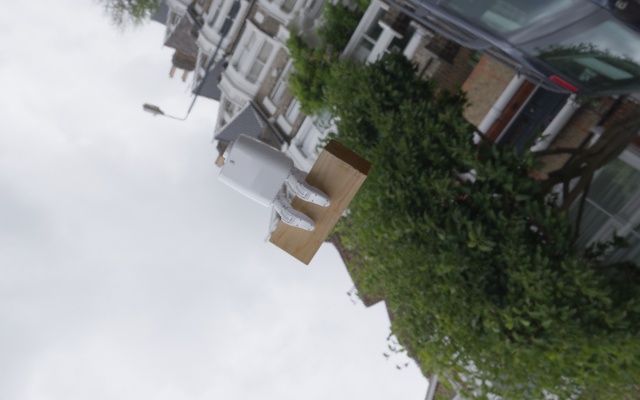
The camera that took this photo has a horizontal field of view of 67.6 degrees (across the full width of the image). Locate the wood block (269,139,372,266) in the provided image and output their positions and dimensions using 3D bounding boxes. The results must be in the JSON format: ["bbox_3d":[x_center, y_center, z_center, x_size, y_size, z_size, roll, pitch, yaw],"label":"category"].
[{"bbox_3d":[0.000,0.003,0.878,0.090,0.206,0.090,32,22,0],"label":"wood block"}]
